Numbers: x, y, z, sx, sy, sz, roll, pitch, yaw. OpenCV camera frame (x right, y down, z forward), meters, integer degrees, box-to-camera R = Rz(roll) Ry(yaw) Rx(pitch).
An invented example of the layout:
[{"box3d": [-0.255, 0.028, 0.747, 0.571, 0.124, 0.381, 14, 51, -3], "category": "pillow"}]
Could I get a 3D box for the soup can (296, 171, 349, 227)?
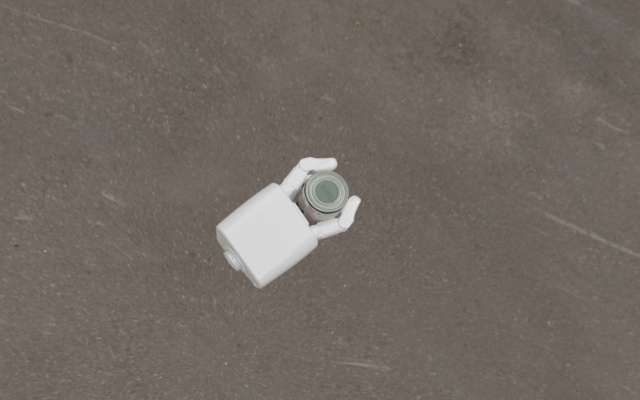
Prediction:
[{"box3d": [0.001, 0.002, 0.737, 0.068, 0.068, 0.102, 0, -18, -11], "category": "soup can"}]
